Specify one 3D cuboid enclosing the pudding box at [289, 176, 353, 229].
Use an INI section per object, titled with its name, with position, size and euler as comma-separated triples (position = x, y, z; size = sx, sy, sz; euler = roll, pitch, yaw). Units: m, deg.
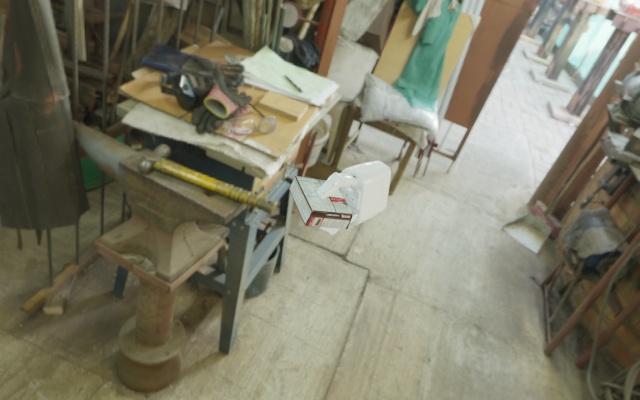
[pudding box]
position = 0.000, 0.003, 0.899
size = 0.090, 0.039, 0.113
euler = 5, 34, -27
